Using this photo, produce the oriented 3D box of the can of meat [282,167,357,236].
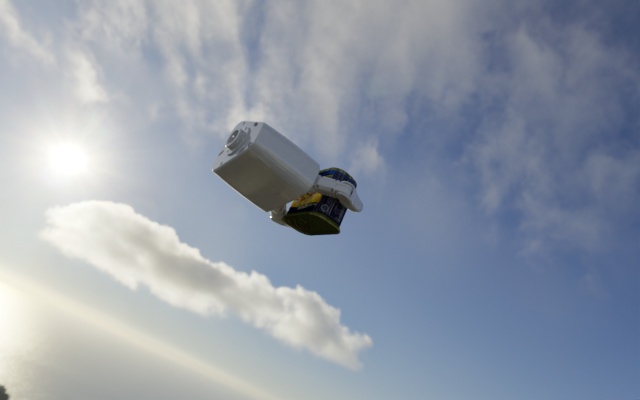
[{"bbox_3d":[0.000,0.002,0.721,0.057,0.084,0.102,37,-25,-28],"label":"can of meat"}]
